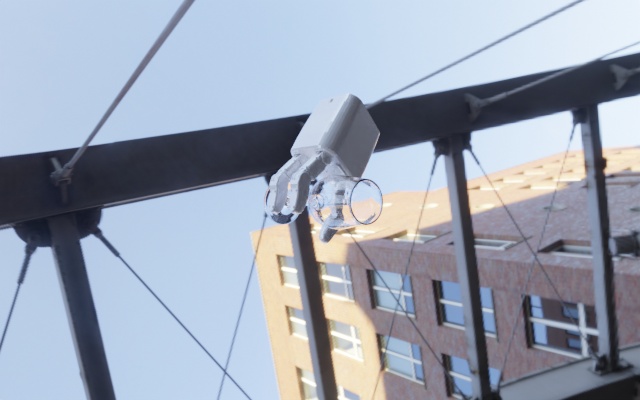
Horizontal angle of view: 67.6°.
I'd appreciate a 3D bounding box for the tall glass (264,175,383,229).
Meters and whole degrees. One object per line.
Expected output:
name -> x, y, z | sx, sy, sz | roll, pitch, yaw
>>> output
tall glass -> 0.000, 0.002, 0.713 | 0.079, 0.079, 0.201 | 0, 0, -39
